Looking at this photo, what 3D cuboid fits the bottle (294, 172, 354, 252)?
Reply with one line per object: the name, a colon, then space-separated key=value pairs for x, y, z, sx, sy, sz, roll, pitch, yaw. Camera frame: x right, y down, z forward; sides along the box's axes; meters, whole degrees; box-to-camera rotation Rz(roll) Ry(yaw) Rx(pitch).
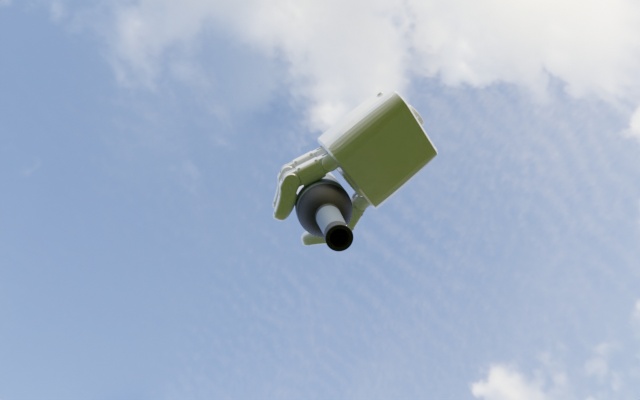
bottle: x=0.000 y=0.002 z=0.595 sx=0.069 sy=0.069 sz=0.295 roll=0 pitch=13 yaw=-7
